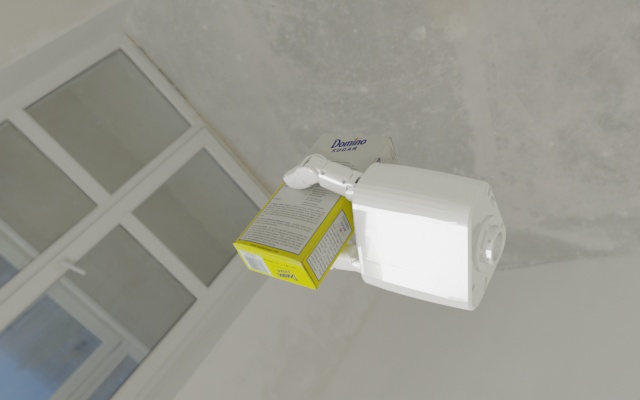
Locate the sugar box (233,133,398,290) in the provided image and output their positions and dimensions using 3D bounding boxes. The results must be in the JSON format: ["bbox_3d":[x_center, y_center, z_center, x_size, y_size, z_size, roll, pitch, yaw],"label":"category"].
[{"bbox_3d":[0.000,0.002,0.489,0.093,0.048,0.176,10,48,38],"label":"sugar box"}]
